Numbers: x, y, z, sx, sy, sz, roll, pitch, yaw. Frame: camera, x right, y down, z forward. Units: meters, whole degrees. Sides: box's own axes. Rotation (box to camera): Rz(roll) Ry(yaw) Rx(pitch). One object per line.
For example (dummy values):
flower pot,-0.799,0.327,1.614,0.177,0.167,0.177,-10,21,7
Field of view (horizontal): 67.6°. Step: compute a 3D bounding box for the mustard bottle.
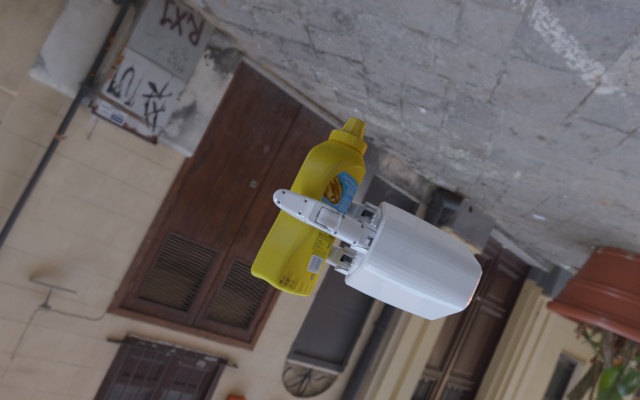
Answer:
mustard bottle,0.000,0.002,0.499,0.058,0.191,0.096,23,-5,26
